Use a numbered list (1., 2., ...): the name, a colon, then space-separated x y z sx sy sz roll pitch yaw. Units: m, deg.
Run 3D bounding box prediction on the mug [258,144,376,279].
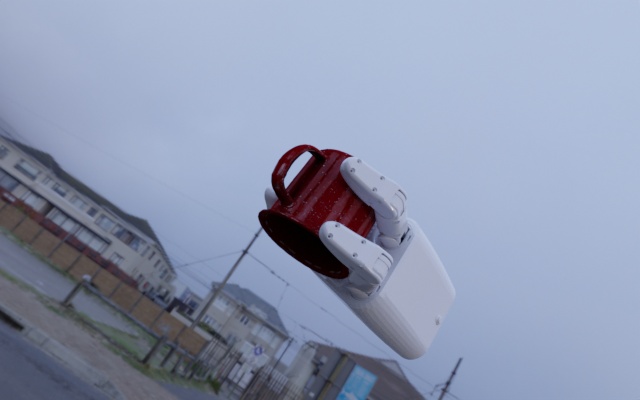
1. mug: -0.001 0.000 0.414 0.093 0.081 0.117 10 -34 47
